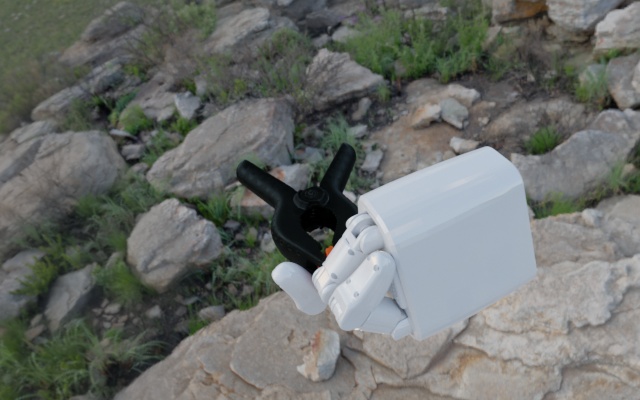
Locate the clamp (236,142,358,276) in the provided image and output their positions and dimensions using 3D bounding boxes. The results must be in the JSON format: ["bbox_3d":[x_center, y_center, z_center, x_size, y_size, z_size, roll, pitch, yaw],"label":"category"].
[{"bbox_3d":[0.000,0.001,0.431,0.120,0.039,0.171,-21,45,-10],"label":"clamp"}]
